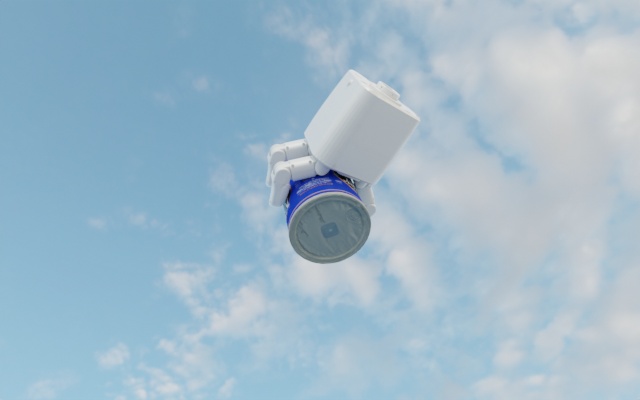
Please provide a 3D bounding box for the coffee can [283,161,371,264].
[{"bbox_3d":[0.000,0.002,0.640,0.103,0.103,0.140,0,30,-12],"label":"coffee can"}]
